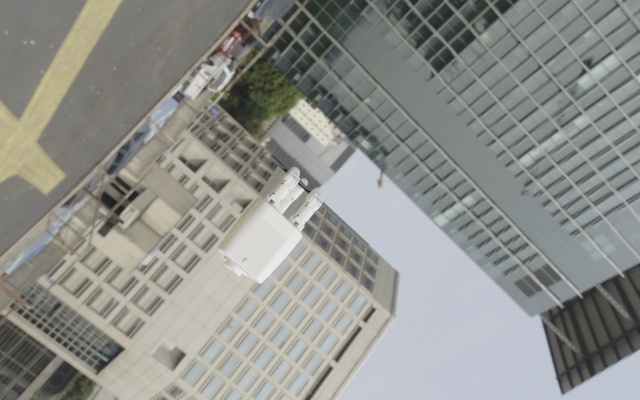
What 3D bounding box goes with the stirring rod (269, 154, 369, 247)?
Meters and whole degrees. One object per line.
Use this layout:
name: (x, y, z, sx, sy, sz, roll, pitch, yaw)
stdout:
stirring rod: (0.000, 0.003, 0.853, 0.239, 0.011, 0.011, 43, -11, -12)
